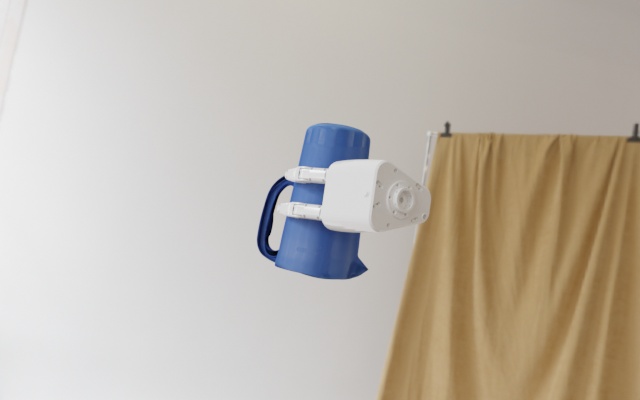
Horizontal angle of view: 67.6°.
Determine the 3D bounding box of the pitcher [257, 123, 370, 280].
[{"bbox_3d":[0.000,0.003,0.779,0.149,0.243,0.145,12,-5,-31],"label":"pitcher"}]
